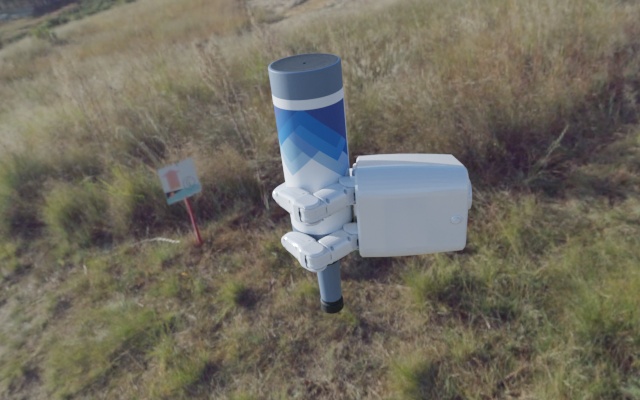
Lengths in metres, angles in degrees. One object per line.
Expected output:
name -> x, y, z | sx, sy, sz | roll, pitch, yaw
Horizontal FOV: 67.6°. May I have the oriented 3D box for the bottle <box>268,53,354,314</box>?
bottle -> 0.000, 0.001, 0.505 | 0.069, 0.296, 0.069 | -5, 30, 3
